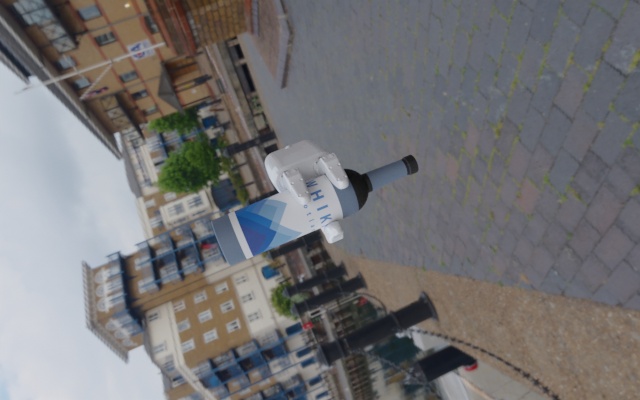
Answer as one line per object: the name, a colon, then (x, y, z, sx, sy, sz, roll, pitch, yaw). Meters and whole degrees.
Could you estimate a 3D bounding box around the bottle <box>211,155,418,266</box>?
bottle: (0.000, 0.002, 0.665, 0.295, 0.069, 0.069, -23, 3, -8)
